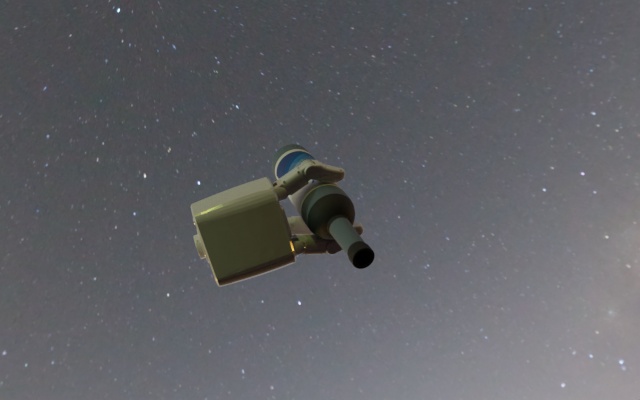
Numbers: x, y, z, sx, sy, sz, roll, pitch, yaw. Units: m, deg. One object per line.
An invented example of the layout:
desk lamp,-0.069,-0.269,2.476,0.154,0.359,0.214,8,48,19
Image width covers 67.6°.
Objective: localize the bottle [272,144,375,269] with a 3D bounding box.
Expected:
bottle,0.000,0.002,0.651,0.069,0.069,0.295,0,25,-21
